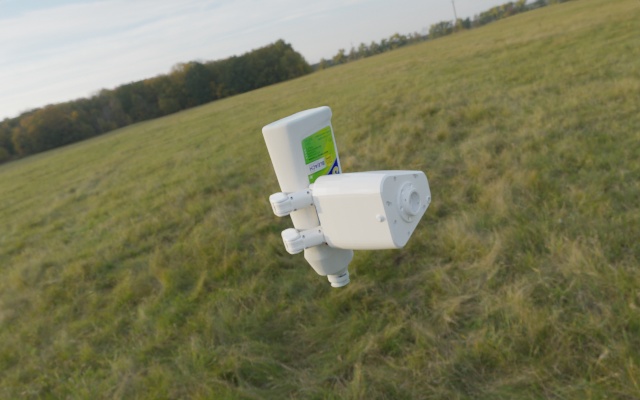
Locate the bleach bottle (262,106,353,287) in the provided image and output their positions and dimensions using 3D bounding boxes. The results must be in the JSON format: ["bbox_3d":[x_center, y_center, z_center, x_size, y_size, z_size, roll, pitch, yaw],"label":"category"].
[{"bbox_3d":[0.000,0.002,0.678,0.068,0.251,0.102,-2,22,43],"label":"bleach bottle"}]
